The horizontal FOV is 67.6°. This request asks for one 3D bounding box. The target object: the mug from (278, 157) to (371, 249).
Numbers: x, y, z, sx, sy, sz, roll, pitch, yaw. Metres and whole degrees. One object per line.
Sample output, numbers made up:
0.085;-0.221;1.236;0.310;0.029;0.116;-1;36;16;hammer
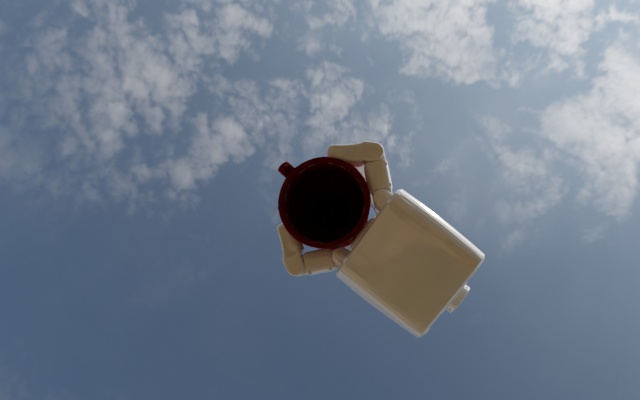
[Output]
-0.001;0.001;0.515;0.117;0.093;0.081;39;-3;14;mug
